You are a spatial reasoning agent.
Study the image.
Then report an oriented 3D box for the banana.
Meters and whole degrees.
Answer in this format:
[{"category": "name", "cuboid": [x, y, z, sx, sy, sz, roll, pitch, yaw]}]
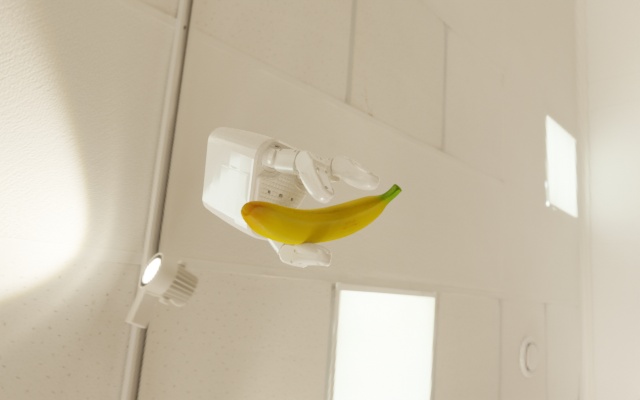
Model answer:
[{"category": "banana", "cuboid": [-0.002, 0.016, 0.501, 0.198, 0.070, 0.037, -10, 41, -37]}]
